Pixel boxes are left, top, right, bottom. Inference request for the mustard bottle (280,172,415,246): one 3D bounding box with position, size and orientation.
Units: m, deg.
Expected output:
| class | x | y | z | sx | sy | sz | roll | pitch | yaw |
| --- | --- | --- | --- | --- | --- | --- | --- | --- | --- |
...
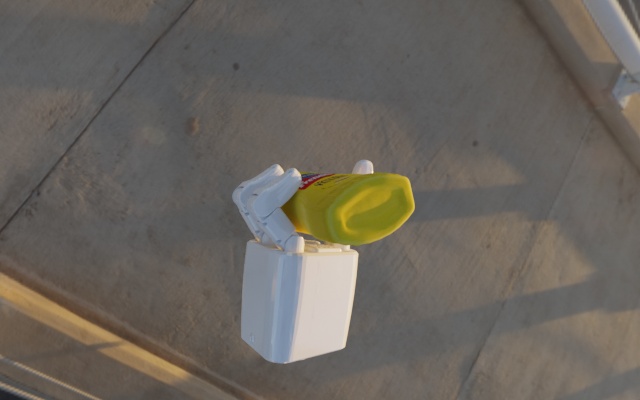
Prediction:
| class | x | y | z | sx | sy | sz | roll | pitch | yaw |
| --- | --- | --- | --- | --- | --- | --- | --- | --- | --- |
| mustard bottle | 0.000 | 0.001 | 0.491 | 0.096 | 0.058 | 0.191 | -22 | 14 | -27 |
